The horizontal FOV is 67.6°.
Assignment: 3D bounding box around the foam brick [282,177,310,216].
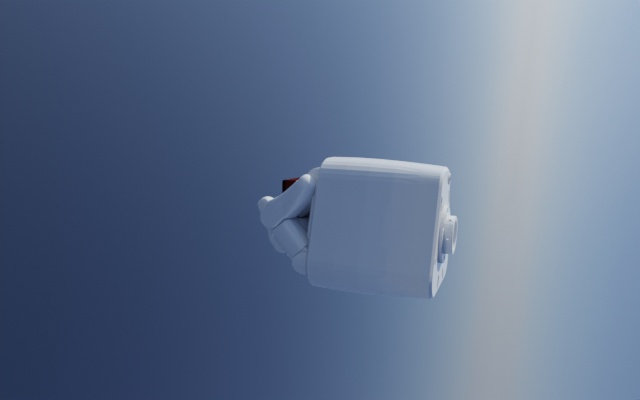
[{"bbox_3d":[0.000,0.001,0.496,0.051,0.053,0.078,3,9,22],"label":"foam brick"}]
